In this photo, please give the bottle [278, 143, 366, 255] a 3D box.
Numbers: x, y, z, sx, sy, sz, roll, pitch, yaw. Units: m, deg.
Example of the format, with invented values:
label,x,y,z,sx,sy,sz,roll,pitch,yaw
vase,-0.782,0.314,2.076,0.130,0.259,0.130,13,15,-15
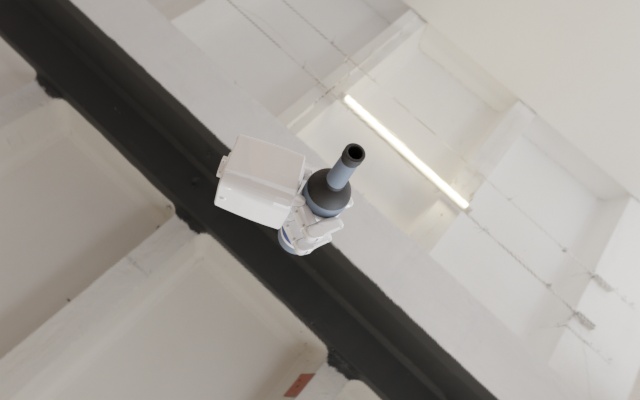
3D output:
label,x,y,z,sx,sy,sz,roll,pitch,yaw
bottle,0.000,0.002,0.706,0.069,0.069,0.296,0,-24,-18
